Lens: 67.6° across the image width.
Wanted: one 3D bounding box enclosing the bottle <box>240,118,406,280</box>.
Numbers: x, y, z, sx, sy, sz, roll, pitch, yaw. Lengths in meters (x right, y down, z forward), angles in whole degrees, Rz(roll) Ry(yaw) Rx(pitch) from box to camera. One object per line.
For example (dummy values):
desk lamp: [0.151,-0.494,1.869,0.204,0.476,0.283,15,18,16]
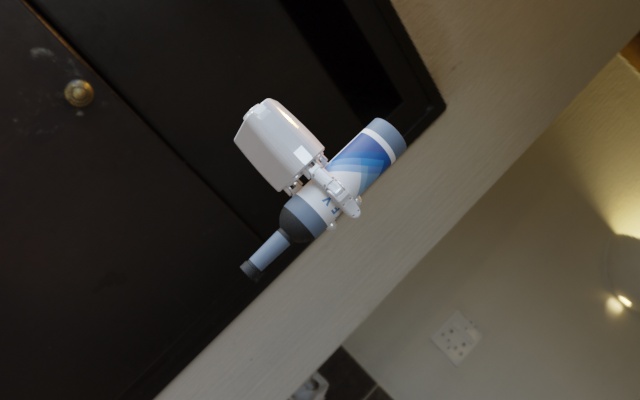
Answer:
bottle: [0.000,0.002,0.693,0.295,0.069,0.069,-44,8,-9]
